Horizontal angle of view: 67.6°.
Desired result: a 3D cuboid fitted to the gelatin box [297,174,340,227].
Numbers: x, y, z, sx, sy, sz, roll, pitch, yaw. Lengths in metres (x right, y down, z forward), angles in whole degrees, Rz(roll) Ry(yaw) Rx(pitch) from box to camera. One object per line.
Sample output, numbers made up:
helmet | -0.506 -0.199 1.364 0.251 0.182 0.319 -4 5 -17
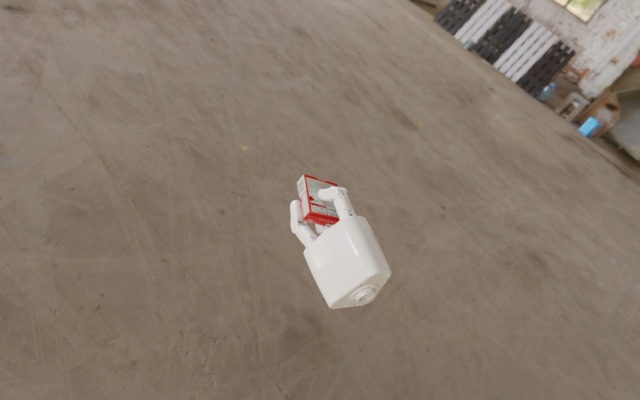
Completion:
gelatin box | 0.000 0.002 0.839 0.073 0.089 0.030 15 -44 -30
